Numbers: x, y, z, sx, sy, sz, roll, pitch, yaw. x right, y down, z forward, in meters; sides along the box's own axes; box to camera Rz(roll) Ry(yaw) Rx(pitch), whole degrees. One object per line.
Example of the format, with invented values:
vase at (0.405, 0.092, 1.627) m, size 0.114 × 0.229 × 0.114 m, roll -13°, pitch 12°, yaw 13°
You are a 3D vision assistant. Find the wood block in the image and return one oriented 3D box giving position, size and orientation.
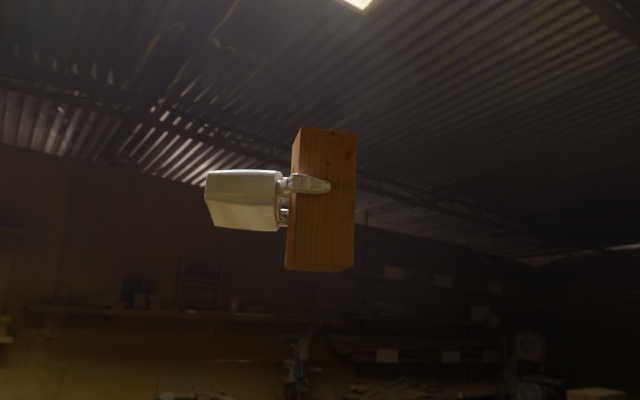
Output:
wood block at (0.000, 0.002, 0.741) m, size 0.090 × 0.206 × 0.091 m, roll 5°, pitch -15°, yaw -11°
